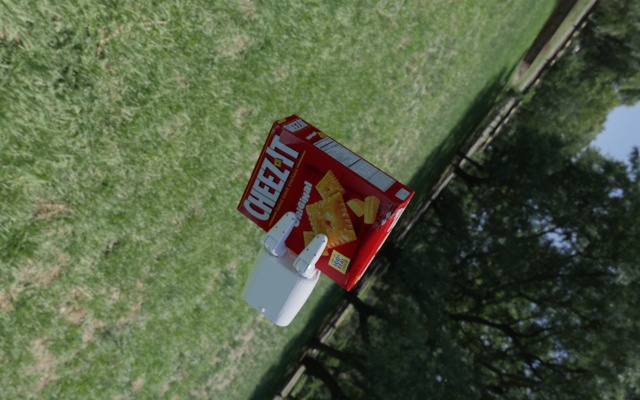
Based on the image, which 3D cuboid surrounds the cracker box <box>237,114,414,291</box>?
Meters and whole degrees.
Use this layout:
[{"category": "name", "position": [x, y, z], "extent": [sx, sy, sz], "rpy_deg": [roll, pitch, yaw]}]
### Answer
[{"category": "cracker box", "position": [0.000, 0.002, 0.694], "extent": [0.213, 0.164, 0.072], "rpy_deg": [34, 29, 11]}]
